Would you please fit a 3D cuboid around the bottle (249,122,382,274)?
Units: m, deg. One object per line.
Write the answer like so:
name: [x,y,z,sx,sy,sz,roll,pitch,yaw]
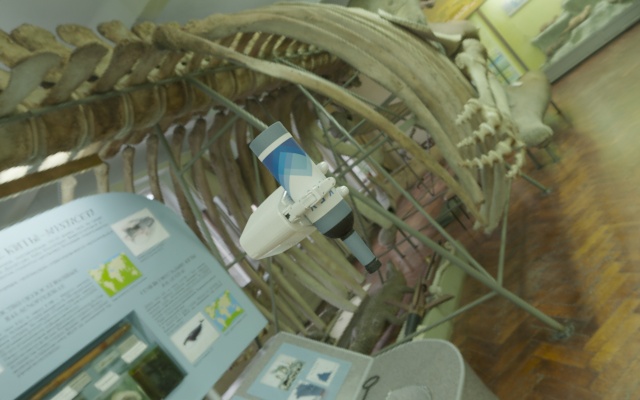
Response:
bottle: [0.000,0.002,0.803,0.069,0.296,0.069,-39,2,1]
